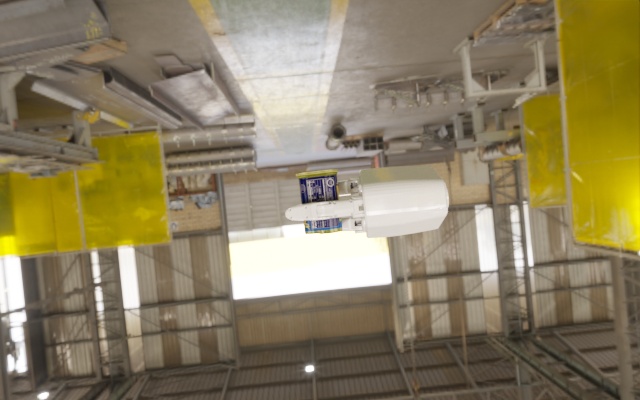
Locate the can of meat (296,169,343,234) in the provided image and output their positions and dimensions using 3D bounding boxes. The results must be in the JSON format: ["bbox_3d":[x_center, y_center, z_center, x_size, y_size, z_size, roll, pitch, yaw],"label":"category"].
[{"bbox_3d":[0.000,0.003,0.672,0.057,0.084,0.102,-6,1,0],"label":"can of meat"}]
